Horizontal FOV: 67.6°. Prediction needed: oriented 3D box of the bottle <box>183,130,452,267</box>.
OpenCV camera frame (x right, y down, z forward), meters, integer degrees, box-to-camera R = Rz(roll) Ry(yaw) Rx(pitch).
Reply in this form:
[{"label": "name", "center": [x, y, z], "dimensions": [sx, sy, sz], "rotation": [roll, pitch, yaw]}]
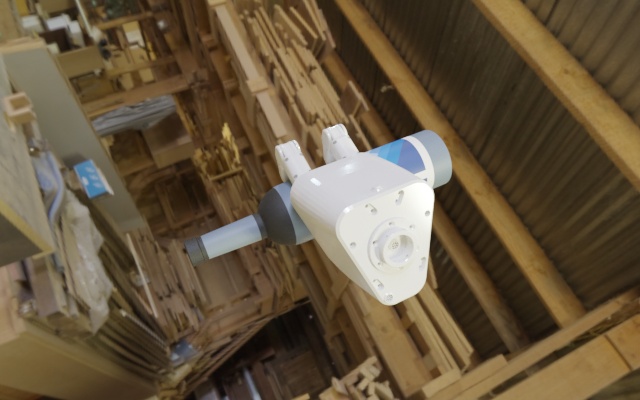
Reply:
[{"label": "bottle", "center": [0.000, 0.002, 0.514], "dimensions": [0.295, 0.069, 0.069], "rotation": [-21, 6, -15]}]
